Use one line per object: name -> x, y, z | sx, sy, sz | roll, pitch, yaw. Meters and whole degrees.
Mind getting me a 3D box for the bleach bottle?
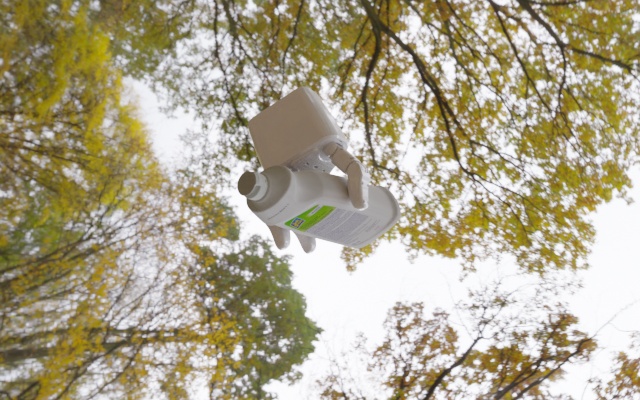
bleach bottle -> 0.000, 0.002, 0.612 | 0.102, 0.068, 0.251 | -41, -33, 22
